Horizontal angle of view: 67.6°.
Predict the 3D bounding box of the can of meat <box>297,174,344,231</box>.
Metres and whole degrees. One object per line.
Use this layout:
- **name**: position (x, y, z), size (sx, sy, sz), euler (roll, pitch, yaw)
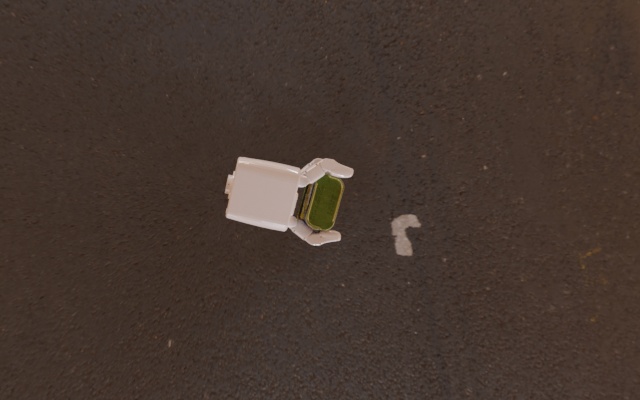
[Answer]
- **can of meat**: position (0.000, 0.003, 0.854), size (0.057, 0.102, 0.084), euler (15, -3, -11)
